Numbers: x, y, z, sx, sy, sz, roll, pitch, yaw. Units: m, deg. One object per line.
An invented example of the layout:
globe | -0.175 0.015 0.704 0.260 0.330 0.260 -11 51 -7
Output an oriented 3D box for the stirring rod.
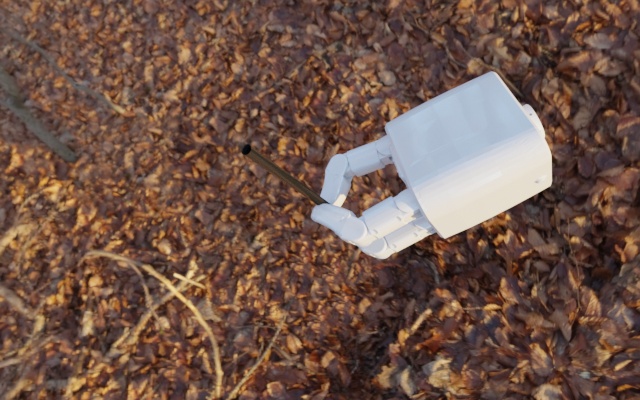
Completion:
stirring rod | 0.000 0.001 0.428 0.011 0.011 0.240 0 -17 26
